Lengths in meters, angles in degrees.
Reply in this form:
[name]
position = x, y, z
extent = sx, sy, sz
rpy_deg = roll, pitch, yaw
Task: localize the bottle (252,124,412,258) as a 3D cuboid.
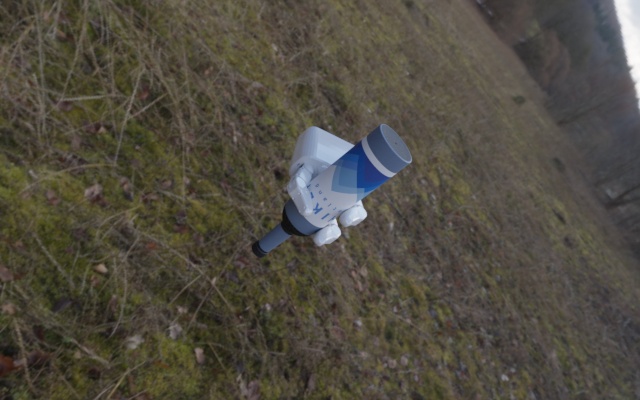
[bottle]
position = 0.000, 0.002, 0.716
extent = 0.296, 0.069, 0.069
rpy_deg = -38, -20, 28
